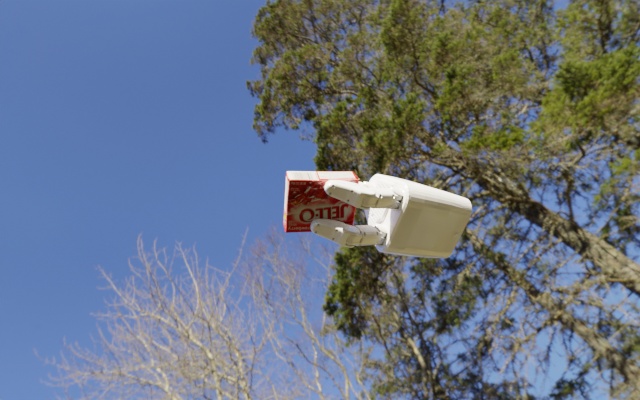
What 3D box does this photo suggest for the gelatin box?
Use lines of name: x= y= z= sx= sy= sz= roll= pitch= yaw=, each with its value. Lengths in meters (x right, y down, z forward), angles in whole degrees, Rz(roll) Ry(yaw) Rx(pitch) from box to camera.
gelatin box: x=0.000 y=0.002 z=0.597 sx=0.089 sy=0.073 sz=0.030 roll=0 pitch=27 yaw=-12
